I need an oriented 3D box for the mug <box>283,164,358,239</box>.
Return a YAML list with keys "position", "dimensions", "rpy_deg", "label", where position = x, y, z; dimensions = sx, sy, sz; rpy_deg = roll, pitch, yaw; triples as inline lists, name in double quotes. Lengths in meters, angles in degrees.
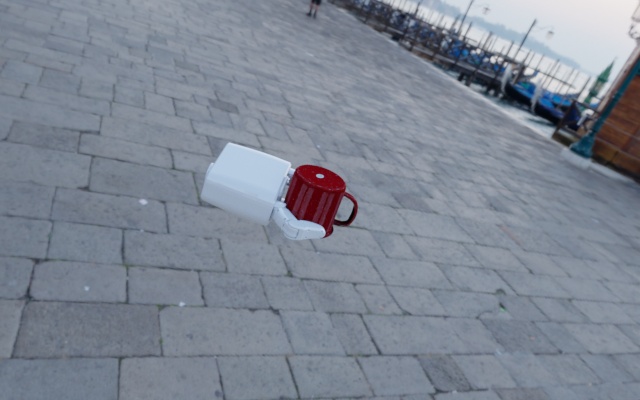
- position: [0.002, 0.003, 0.722]
  dimensions: [0.117, 0.081, 0.093]
  rpy_deg: [19, 25, -3]
  label: "mug"
